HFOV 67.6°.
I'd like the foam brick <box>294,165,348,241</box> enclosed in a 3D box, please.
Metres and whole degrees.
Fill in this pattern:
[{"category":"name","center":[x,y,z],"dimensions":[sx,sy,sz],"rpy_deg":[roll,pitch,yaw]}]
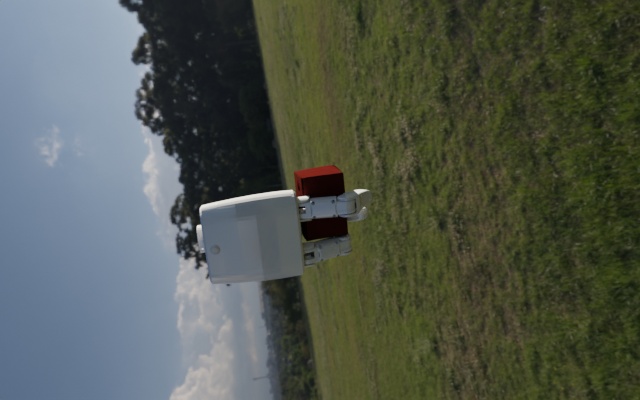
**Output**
[{"category":"foam brick","center":[0.000,0.002,0.571],"dimensions":[0.051,0.078,0.053],"rpy_deg":[-7,14,-9]}]
